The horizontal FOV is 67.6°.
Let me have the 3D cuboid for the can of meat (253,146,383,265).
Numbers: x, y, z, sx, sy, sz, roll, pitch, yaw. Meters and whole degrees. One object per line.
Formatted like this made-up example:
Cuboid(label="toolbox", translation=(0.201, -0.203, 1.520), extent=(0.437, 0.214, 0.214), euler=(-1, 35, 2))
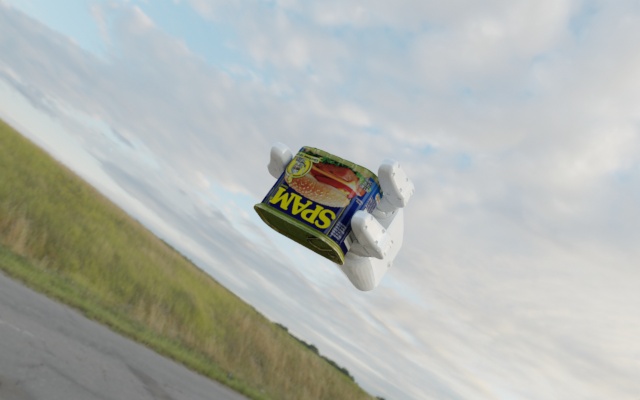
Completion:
Cuboid(label="can of meat", translation=(0.000, 0.001, 0.473), extent=(0.102, 0.084, 0.057), euler=(25, -20, 27))
